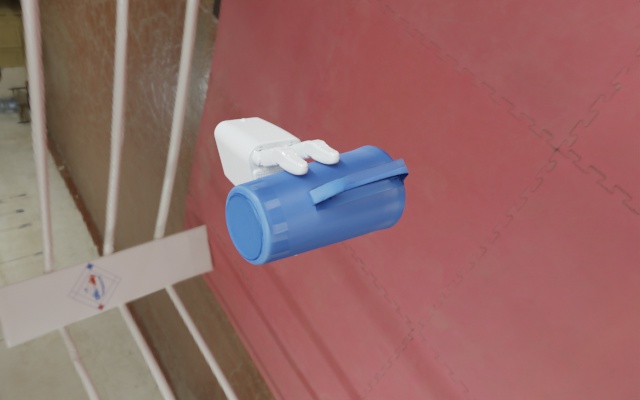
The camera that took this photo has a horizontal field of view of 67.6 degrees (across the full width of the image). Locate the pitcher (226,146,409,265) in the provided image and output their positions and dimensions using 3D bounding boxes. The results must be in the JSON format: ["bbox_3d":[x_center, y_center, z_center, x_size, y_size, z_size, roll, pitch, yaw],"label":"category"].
[{"bbox_3d":[0.000,0.002,0.671,0.243,0.149,0.145,-17,37,-36],"label":"pitcher"}]
